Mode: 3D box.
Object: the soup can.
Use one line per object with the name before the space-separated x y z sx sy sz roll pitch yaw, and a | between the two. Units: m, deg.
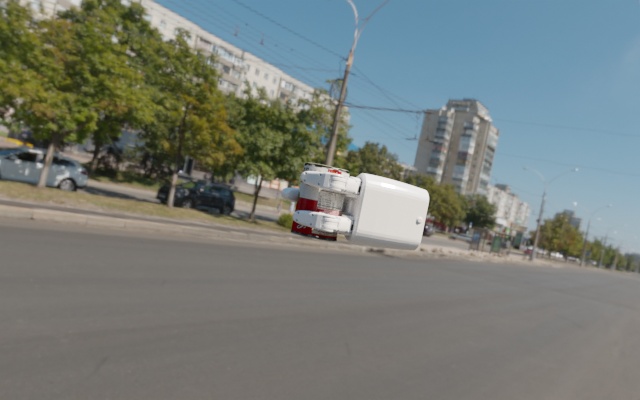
soup can | 0.000 0.002 0.684 0.068 0.102 0.068 11 0 0
